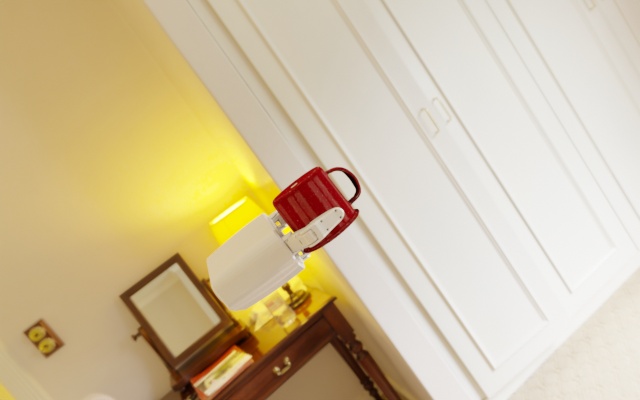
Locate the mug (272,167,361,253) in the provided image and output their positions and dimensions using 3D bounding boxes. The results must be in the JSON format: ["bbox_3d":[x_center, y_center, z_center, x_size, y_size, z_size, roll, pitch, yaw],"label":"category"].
[{"bbox_3d":[0.001,0.001,0.632,0.117,0.081,0.093,-38,8,-6],"label":"mug"}]
